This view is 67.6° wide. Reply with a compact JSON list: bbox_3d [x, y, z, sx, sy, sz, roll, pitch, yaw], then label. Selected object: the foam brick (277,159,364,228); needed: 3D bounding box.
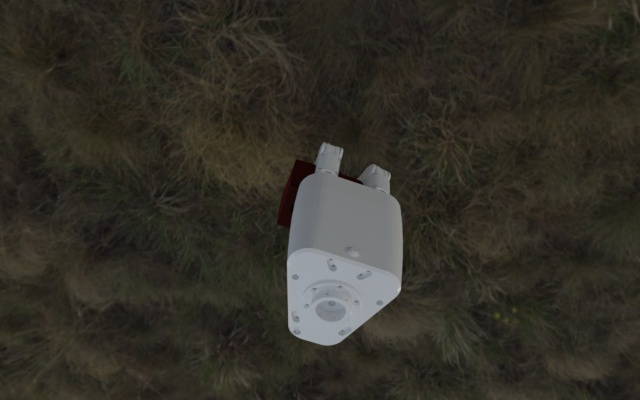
[{"bbox_3d":[0.000,0.002,0.490,0.078,0.053,0.051,18,35,-6],"label":"foam brick"}]
